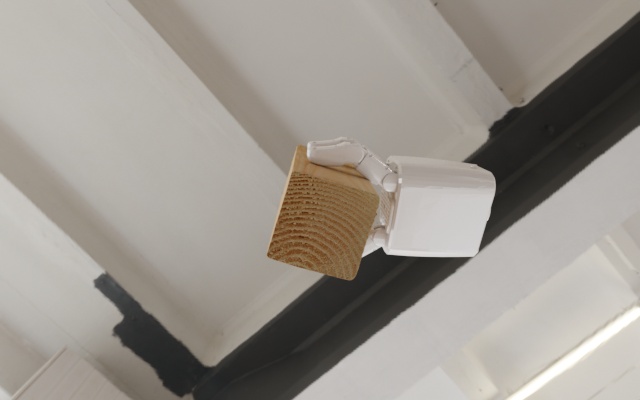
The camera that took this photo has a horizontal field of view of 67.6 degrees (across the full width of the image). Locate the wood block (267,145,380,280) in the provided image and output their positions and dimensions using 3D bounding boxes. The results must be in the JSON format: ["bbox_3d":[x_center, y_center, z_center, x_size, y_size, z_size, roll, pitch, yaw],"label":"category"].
[{"bbox_3d":[0.000,0.002,0.547,0.090,0.091,0.206,16,12,-5],"label":"wood block"}]
